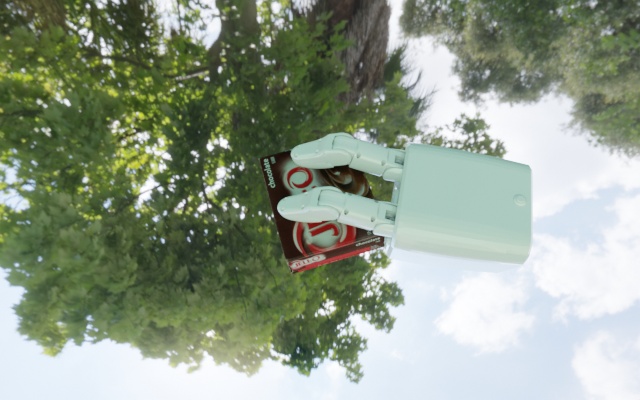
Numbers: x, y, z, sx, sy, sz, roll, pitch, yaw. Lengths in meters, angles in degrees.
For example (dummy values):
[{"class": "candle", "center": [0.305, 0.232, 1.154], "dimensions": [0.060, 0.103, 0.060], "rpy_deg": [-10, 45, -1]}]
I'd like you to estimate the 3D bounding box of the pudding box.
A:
[{"class": "pudding box", "center": [0.000, 0.002, 0.441], "dimensions": [0.090, 0.113, 0.039], "rpy_deg": [-16, -30, -4]}]
